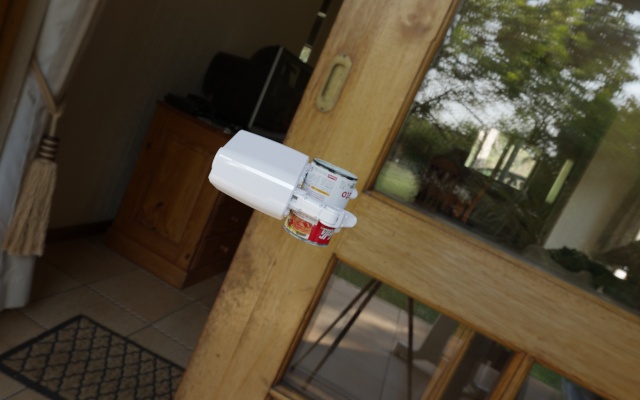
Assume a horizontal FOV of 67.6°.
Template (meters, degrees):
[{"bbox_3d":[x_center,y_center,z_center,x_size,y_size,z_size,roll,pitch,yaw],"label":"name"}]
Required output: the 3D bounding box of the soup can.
[{"bbox_3d":[0.001,0.002,0.648,0.068,0.102,0.068,24,10,-4],"label":"soup can"}]
